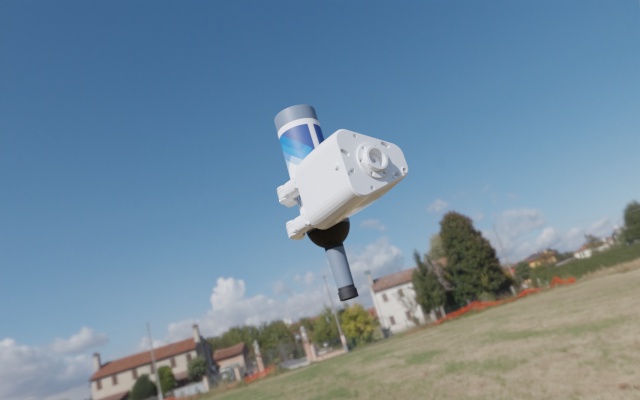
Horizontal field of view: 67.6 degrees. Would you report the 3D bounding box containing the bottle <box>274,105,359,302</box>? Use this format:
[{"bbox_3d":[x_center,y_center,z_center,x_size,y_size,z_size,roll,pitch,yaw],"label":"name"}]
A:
[{"bbox_3d":[0.000,0.002,0.708,0.069,0.295,0.069,-15,-16,-5],"label":"bottle"}]
